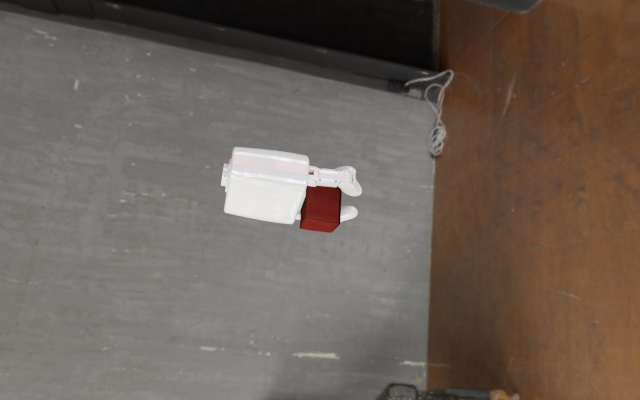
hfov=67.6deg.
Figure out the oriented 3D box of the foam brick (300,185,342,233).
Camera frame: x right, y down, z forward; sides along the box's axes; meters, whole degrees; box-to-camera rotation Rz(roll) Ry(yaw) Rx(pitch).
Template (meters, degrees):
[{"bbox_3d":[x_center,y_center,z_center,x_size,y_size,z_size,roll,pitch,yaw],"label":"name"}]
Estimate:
[{"bbox_3d":[0.000,0.003,0.699,0.051,0.078,0.053,8,-22,-11],"label":"foam brick"}]
